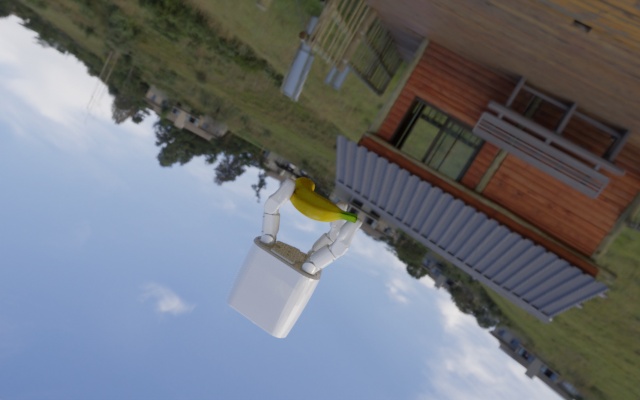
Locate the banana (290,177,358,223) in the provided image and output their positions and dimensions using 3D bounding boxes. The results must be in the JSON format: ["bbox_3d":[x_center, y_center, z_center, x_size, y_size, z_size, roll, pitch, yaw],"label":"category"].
[{"bbox_3d":[-0.015,-0.002,0.712,0.069,0.037,0.197,20,10,-25],"label":"banana"}]
